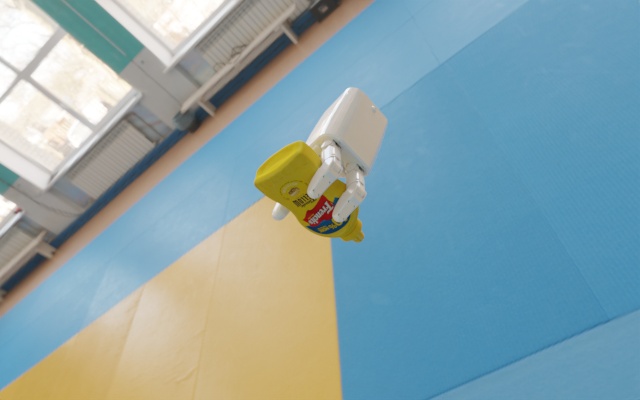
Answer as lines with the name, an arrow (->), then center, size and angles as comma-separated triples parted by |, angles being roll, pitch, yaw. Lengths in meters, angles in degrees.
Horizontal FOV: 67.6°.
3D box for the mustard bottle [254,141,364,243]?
mustard bottle -> 0.000, 0.002, 0.704 | 0.096, 0.058, 0.192 | -32, -58, 27
